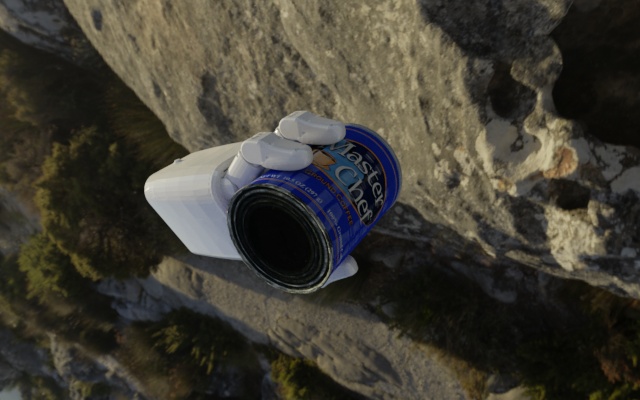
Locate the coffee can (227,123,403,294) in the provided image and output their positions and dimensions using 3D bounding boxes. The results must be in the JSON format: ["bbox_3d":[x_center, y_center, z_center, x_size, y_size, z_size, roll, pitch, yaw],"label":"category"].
[{"bbox_3d":[0.000,0.001,0.432,0.103,0.103,0.140,0,27,35],"label":"coffee can"}]
